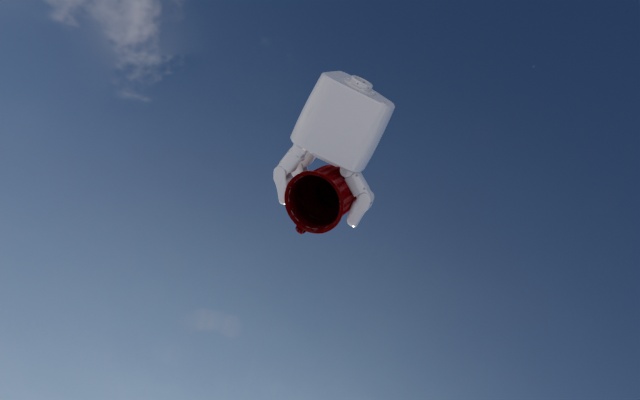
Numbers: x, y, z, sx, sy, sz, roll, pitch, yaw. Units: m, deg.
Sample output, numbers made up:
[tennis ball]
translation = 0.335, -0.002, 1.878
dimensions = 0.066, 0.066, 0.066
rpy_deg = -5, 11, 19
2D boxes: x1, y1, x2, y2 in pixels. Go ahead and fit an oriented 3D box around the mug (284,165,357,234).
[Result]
[mug]
translation = 0.000, 0.003, 0.719
dimensions = 0.093, 0.117, 0.081
rpy_deg = 35, 26, 11
